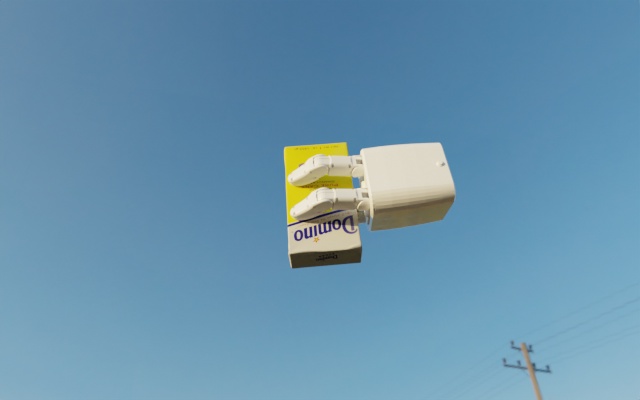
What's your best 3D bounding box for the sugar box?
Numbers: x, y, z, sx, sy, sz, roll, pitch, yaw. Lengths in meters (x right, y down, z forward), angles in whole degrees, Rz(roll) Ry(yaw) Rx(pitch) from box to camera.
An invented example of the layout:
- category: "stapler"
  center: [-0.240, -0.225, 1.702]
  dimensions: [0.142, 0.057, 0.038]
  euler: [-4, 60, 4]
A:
- category: "sugar box"
  center: [0.000, 0.002, 0.645]
  dimensions: [0.093, 0.176, 0.048]
  euler: [-5, -38, -1]
